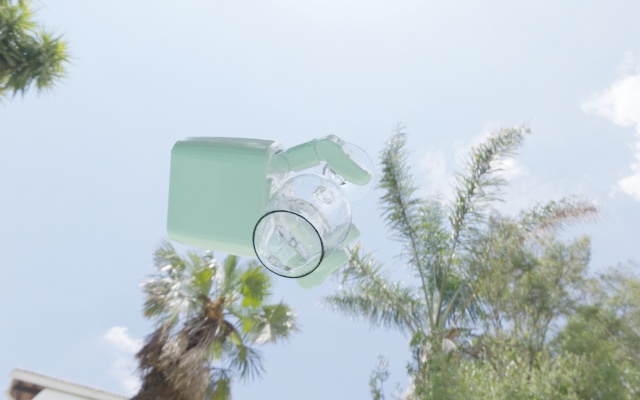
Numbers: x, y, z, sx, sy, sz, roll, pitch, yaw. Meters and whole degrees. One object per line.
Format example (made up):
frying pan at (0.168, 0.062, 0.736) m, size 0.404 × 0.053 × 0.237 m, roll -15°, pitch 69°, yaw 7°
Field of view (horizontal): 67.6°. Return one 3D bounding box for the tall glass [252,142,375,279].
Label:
tall glass at (0.000, 0.001, 0.474) m, size 0.079 × 0.079 × 0.201 m, roll 0°, pitch 21°, yaw 17°
